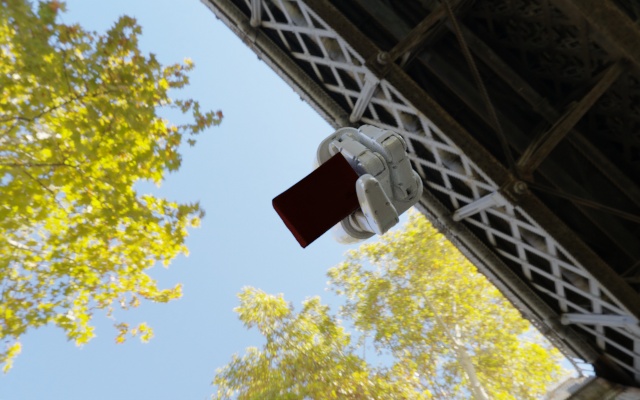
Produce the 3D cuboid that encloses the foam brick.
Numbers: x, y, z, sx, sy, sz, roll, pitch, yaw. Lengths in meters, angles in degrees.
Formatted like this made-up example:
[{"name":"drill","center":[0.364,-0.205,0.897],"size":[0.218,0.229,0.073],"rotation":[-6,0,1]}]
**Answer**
[{"name":"foam brick","center":[0.000,0.002,0.447],"size":[0.078,0.053,0.051],"rotation":[-36,-4,-12]}]
